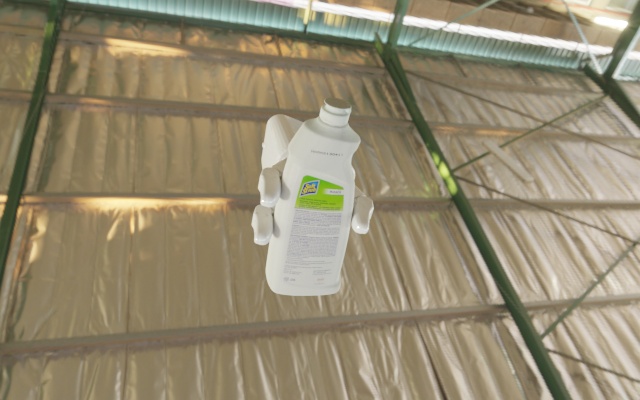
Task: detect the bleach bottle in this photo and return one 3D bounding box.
[{"bbox_3d":[0.000,0.002,0.564,0.102,0.251,0.068,2,35,-18],"label":"bleach bottle"}]
